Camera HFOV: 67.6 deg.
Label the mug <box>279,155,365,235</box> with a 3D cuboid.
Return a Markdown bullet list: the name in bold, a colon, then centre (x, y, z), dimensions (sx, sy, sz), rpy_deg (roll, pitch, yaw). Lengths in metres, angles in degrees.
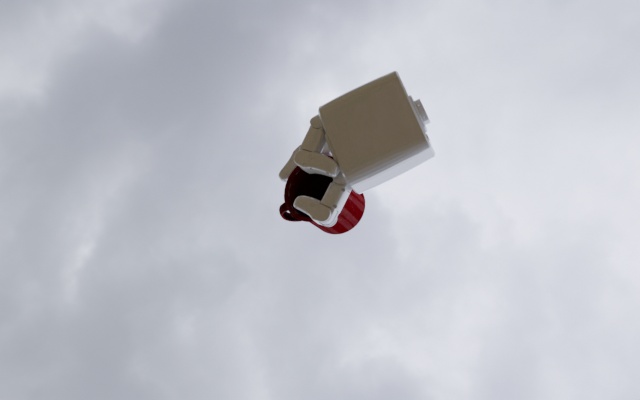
- **mug**: centre (-0.001, 0.003, 0.652), dimensions (0.117, 0.093, 0.081), rpy_deg (-25, -30, 17)
